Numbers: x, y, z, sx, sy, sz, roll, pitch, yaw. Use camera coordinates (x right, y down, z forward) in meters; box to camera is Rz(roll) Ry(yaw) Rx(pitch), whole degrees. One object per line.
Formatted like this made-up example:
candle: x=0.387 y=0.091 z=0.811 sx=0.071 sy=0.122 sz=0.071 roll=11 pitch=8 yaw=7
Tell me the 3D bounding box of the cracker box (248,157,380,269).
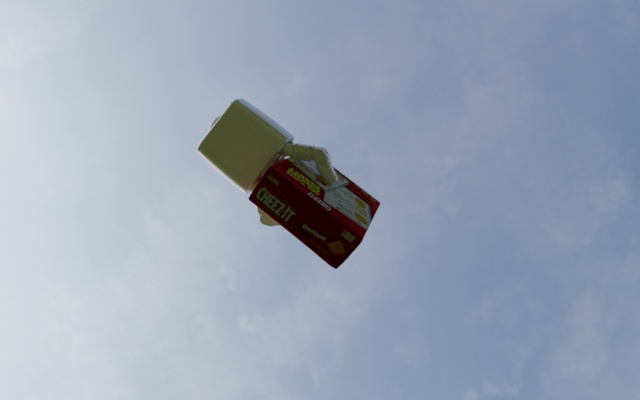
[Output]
cracker box: x=0.000 y=0.002 z=0.755 sx=0.164 sy=0.072 sz=0.213 roll=38 pitch=19 yaw=3
